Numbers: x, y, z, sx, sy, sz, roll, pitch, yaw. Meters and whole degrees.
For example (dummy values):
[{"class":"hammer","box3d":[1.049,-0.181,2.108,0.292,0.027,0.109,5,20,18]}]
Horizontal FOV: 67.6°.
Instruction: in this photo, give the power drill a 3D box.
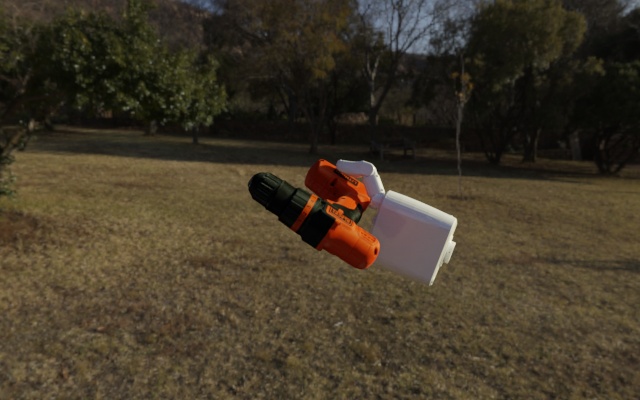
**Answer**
[{"class":"power drill","box3d":[0.000,0.002,0.661,0.184,0.057,0.187,35,22,-4]}]
